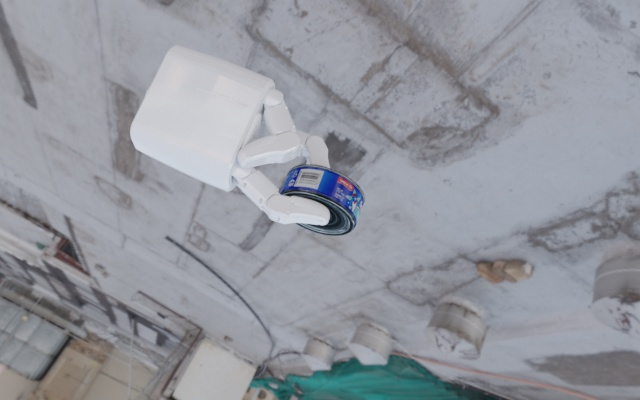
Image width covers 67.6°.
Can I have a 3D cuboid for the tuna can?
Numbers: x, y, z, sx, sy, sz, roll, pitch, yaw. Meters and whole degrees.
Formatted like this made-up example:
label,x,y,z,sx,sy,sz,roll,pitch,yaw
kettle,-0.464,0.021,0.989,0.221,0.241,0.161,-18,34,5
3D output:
label,x,y,z,sx,sy,sz,roll,pitch,yaw
tuna can,0.000,0.002,0.491,0.086,0.033,0.086,16,-28,9
